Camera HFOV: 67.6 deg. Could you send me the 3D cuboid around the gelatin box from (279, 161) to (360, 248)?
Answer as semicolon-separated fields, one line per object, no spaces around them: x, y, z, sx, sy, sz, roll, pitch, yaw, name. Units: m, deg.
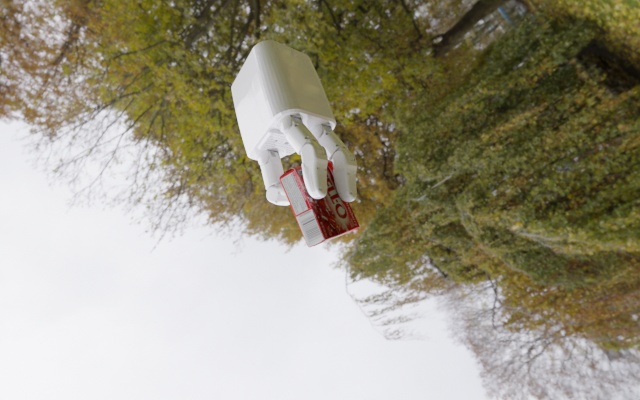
0.000;0.002;0.550;0.030;0.089;0.073;-27;-8;36;gelatin box
